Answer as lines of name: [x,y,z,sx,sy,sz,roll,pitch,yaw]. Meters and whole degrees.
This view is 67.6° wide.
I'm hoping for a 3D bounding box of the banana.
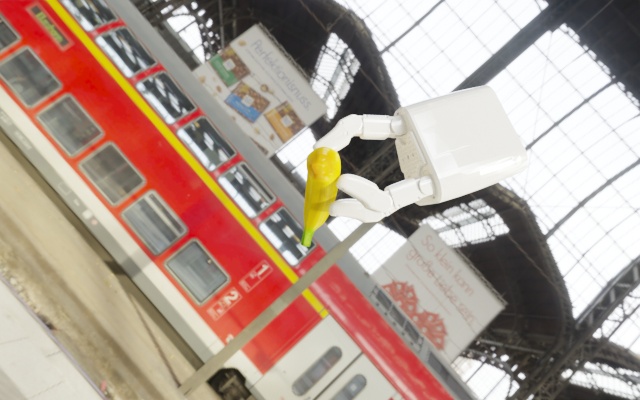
banana: [0.001,-0.014,0.517,0.037,0.069,0.198,5,-26,-1]
